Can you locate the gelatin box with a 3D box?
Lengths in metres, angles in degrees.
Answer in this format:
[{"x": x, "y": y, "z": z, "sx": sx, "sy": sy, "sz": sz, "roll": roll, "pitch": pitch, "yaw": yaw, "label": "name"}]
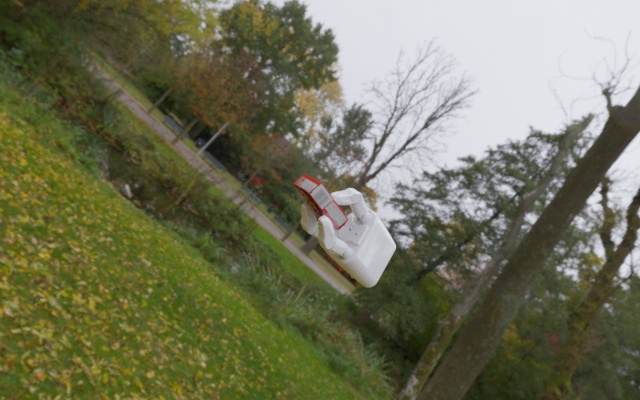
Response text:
[{"x": 0.000, "y": 0.002, "z": 0.807, "sx": 0.030, "sy": 0.089, "sz": 0.073, "roll": -42, "pitch": 29, "yaw": -8, "label": "gelatin box"}]
